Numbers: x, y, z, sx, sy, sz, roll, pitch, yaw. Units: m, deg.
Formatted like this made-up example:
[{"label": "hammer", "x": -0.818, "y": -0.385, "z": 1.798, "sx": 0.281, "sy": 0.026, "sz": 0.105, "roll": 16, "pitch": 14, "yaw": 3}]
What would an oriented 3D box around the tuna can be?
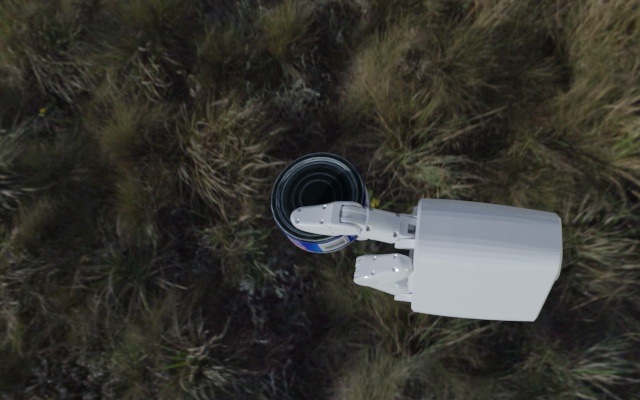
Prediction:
[{"label": "tuna can", "x": 0.000, "y": 0.001, "z": 0.424, "sx": 0.086, "sy": 0.086, "sz": 0.034, "roll": 0, "pitch": -21, "yaw": 14}]
